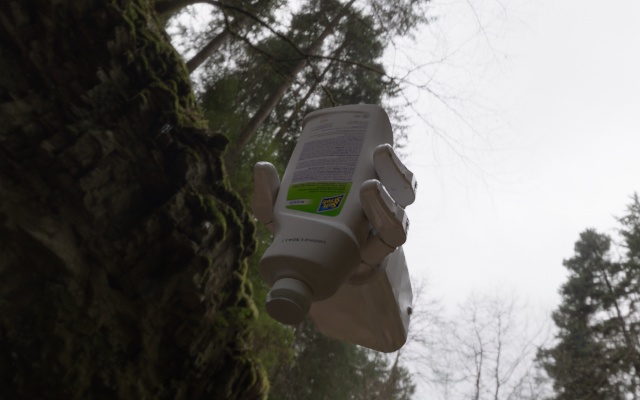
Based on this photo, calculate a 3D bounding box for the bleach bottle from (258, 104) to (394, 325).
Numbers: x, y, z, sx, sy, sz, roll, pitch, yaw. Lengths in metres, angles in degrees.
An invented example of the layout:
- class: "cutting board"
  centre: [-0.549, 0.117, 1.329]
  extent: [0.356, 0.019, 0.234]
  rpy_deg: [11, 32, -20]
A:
- class: "bleach bottle"
  centre: [0.000, 0.001, 0.426]
  extent: [0.102, 0.068, 0.250]
  rpy_deg: [-5, 36, 23]
